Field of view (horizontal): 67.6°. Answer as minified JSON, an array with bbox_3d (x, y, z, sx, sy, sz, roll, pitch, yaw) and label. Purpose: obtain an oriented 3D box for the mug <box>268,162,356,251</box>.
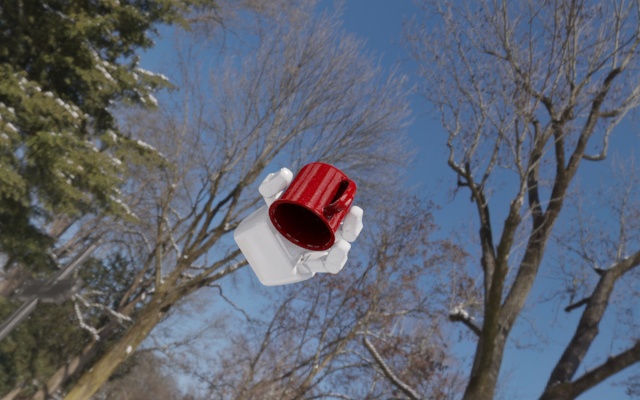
[{"bbox_3d":[0.001,0.001,0.607,0.093,0.081,0.117,45,-38,-18],"label":"mug"}]
